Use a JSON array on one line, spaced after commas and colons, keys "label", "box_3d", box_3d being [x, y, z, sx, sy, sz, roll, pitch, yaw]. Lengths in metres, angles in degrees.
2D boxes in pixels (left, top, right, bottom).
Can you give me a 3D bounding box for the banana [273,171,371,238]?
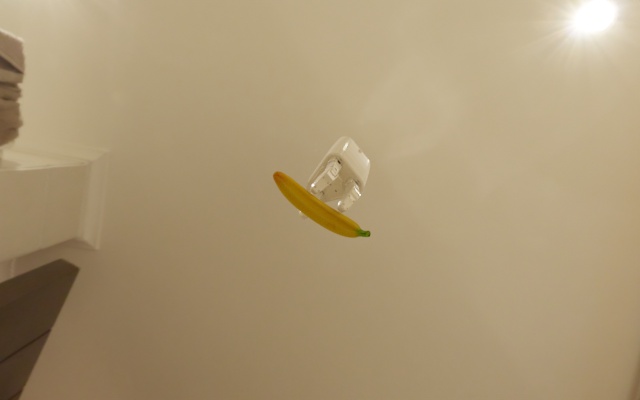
[{"label": "banana", "box_3d": [-0.002, 0.013, 0.850, 0.198, 0.037, 0.070, 31, -31, 1]}]
